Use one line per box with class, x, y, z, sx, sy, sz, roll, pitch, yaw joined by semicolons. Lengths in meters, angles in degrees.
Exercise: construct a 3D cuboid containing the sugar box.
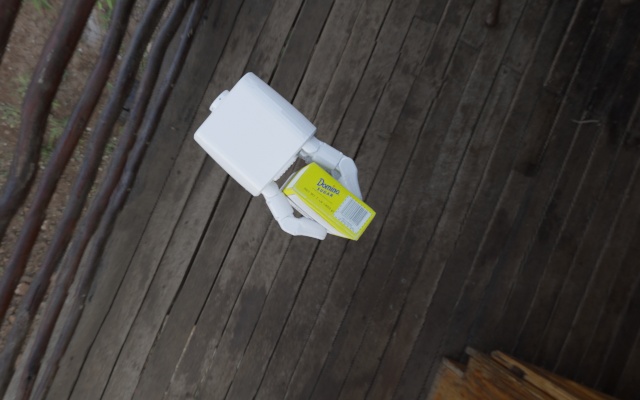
sugar box;0.000;0.001;0.599;0.093;0.048;0.176;40;-5;-8
